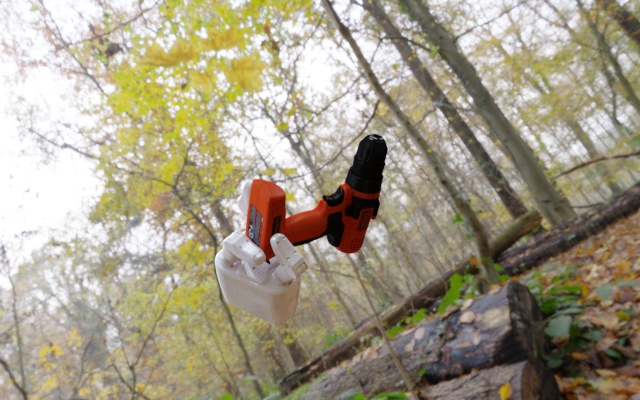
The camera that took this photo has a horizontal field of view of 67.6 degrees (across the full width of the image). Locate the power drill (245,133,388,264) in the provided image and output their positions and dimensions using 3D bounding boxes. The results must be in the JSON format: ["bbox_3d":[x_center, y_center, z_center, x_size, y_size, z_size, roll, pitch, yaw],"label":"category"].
[{"bbox_3d":[0.000,0.002,0.631,0.187,0.184,0.057,-7,33,-32],"label":"power drill"}]
